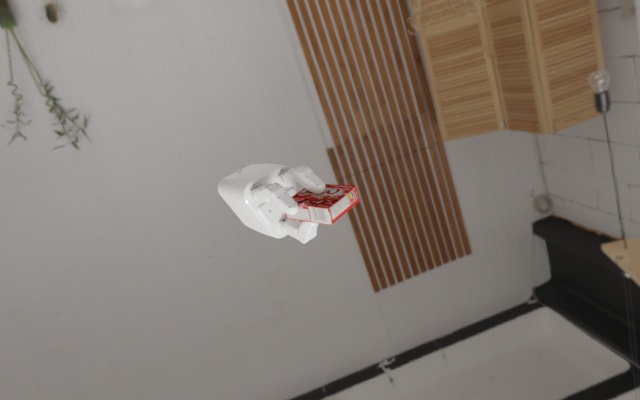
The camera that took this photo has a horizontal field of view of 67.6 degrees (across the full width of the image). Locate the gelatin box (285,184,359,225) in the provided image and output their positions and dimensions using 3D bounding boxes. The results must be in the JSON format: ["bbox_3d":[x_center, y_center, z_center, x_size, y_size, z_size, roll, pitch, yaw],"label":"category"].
[{"bbox_3d":[0.000,0.003,0.703,0.089,0.030,0.073,6,30,39],"label":"gelatin box"}]
